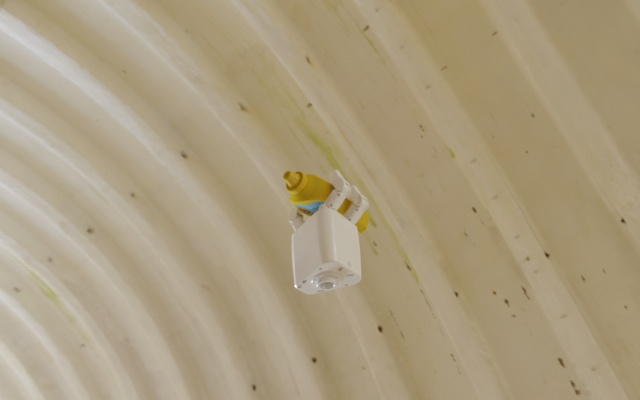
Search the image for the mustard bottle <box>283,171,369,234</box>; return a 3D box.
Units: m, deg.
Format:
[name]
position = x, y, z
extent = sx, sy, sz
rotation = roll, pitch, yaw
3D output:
[mustard bottle]
position = 0.000, 0.003, 0.879
extent = 0.096, 0.058, 0.192
rotation = -6, -33, 42
